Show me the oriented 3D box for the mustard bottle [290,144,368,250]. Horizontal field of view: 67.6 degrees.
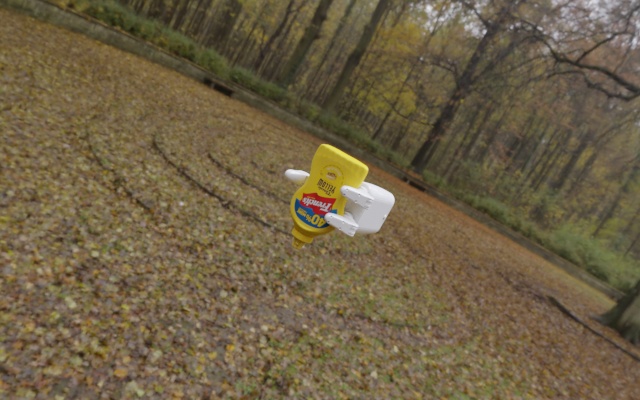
[{"bbox_3d":[0.000,0.003,0.854,0.096,0.191,0.058,30,11,9],"label":"mustard bottle"}]
